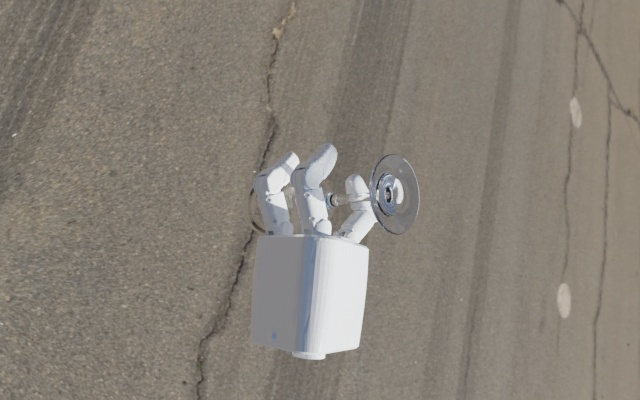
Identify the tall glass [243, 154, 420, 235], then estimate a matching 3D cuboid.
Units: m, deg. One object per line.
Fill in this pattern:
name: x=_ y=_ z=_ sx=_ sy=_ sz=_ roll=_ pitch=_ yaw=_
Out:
tall glass: x=0.001 y=0.001 z=0.507 sx=0.079 sy=0.079 sz=0.201 roll=0 pitch=-4 yaw=-44
